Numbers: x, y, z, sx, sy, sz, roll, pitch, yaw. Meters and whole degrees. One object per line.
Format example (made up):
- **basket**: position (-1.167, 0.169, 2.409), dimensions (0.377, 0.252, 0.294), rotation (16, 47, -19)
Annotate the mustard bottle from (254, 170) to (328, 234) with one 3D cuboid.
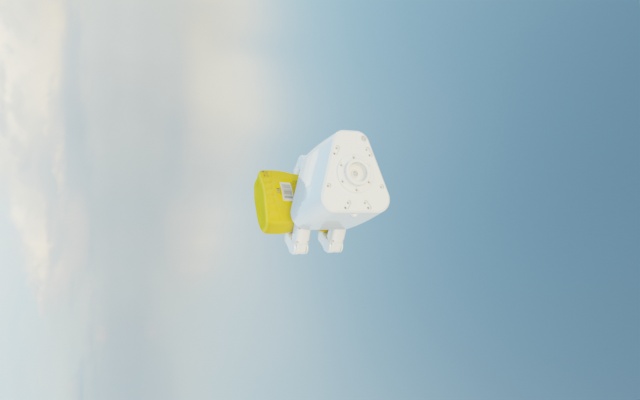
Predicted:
- **mustard bottle**: position (0.000, 0.003, 0.722), dimensions (0.191, 0.096, 0.058), rotation (1, -37, -22)
